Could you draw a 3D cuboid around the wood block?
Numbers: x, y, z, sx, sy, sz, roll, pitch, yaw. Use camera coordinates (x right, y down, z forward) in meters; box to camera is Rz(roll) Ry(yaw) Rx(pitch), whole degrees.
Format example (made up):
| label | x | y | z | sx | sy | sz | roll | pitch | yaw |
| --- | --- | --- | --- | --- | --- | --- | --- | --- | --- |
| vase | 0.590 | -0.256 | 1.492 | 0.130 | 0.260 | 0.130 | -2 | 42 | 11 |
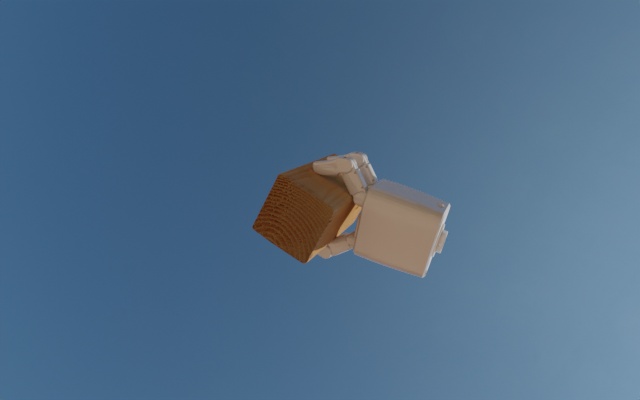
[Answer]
| label | x | y | z | sx | sy | sz | roll | pitch | yaw |
| --- | --- | --- | --- | --- | --- | --- | --- | --- | --- |
| wood block | 0.000 | 0.003 | 0.702 | 0.090 | 0.091 | 0.206 | 33 | 22 | 12 |
